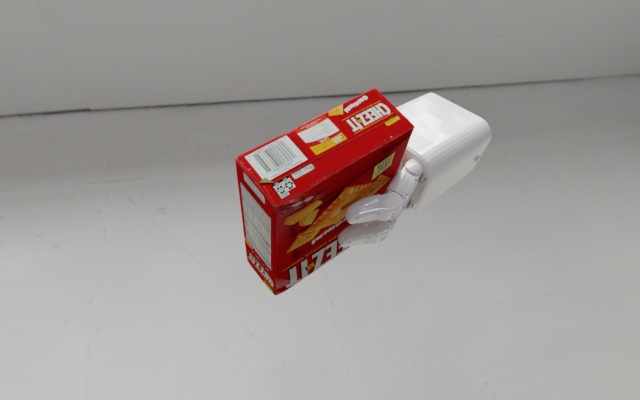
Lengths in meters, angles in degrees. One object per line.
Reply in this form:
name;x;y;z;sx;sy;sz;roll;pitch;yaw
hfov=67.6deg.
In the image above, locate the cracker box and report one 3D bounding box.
cracker box;0.000;0.001;0.522;0.164;0.072;0.214;-31;-24;-22
